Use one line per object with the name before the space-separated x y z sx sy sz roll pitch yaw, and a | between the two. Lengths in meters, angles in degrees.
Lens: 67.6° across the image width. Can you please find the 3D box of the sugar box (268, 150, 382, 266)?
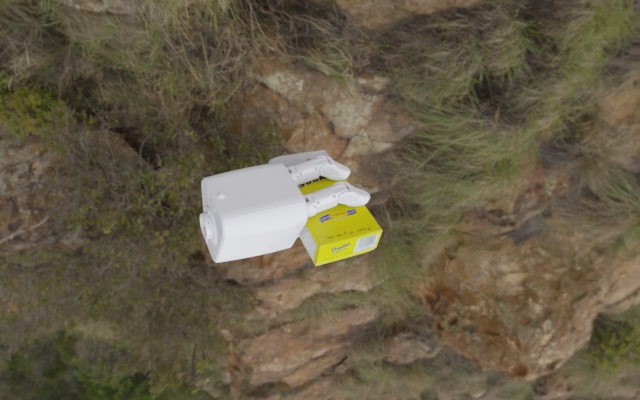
sugar box | 0.000 0.002 0.654 0.093 0.048 0.176 -12 49 -25
